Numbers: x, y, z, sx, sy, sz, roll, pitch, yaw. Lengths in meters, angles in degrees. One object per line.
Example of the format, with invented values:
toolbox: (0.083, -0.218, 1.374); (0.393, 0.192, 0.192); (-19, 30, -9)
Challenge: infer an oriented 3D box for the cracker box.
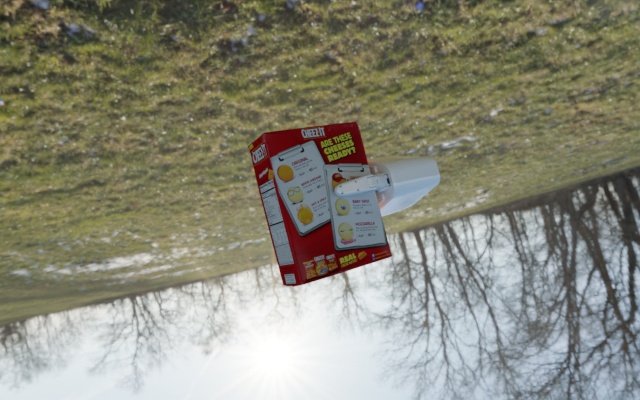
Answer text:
cracker box: (0.000, 0.002, 0.705); (0.164, 0.213, 0.072); (-12, -4, -32)
